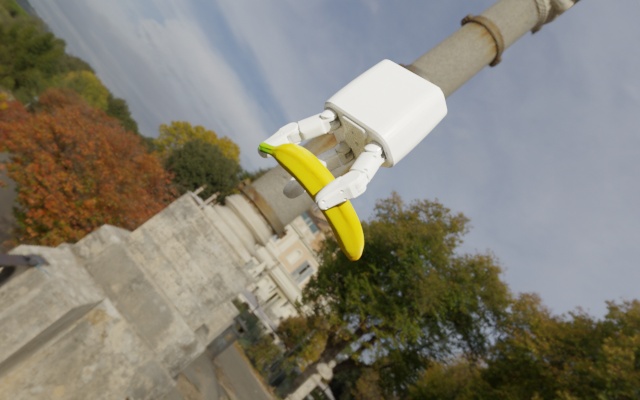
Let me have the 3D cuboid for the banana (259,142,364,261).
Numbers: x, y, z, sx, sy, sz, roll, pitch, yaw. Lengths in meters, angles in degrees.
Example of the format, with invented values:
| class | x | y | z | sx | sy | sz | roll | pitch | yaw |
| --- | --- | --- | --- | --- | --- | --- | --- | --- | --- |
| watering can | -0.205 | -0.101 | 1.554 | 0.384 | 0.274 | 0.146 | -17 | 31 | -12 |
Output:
| class | x | y | z | sx | sy | sz | roll | pitch | yaw |
| --- | --- | --- | --- | --- | --- | --- | --- | --- | --- |
| banana | 0.006 | 0.000 | 0.581 | 0.037 | 0.198 | 0.069 | -43 | 18 | -18 |
